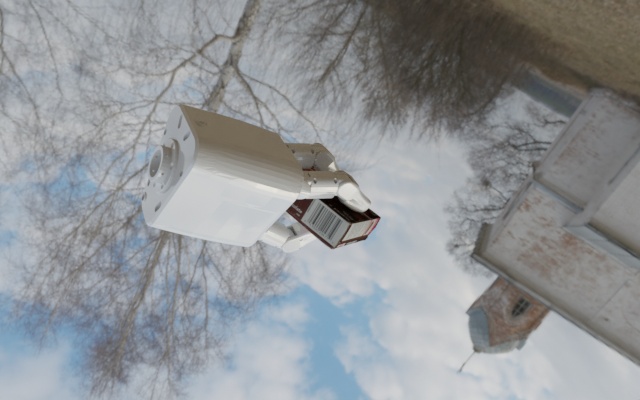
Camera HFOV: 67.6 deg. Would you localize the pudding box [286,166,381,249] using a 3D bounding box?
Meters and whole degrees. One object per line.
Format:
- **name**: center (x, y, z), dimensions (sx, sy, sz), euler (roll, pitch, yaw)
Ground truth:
- **pudding box**: center (0.000, 0.002, 0.521), dimensions (0.113, 0.039, 0.090), euler (41, 19, 19)
